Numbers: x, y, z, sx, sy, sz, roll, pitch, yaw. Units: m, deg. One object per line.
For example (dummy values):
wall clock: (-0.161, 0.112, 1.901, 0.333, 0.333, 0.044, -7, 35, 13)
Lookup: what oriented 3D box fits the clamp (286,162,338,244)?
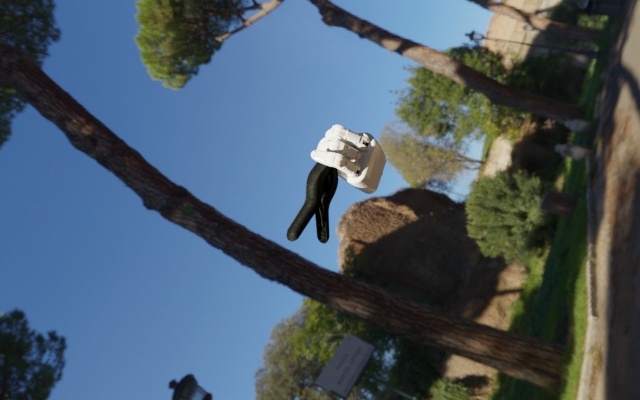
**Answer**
clamp: (0.000, 0.003, 0.877, 0.039, 0.171, 0.120, 19, -5, 27)
